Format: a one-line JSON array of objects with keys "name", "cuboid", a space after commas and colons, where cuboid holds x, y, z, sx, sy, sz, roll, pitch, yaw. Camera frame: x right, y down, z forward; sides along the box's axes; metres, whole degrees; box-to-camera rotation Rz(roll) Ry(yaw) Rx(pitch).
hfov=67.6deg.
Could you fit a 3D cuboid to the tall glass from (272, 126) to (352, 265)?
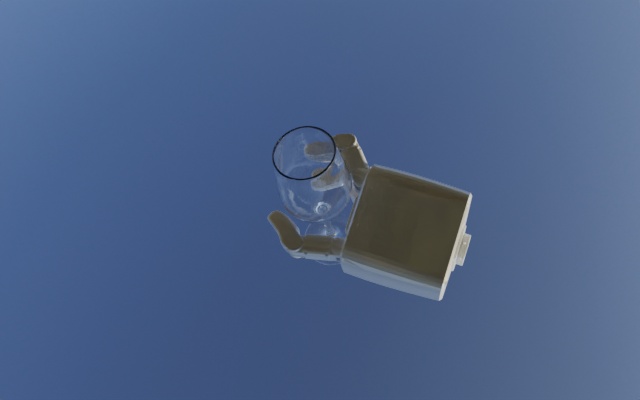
[{"name": "tall glass", "cuboid": [0.000, 0.002, 0.533, 0.079, 0.079, 0.201, 0, -28, 11]}]
